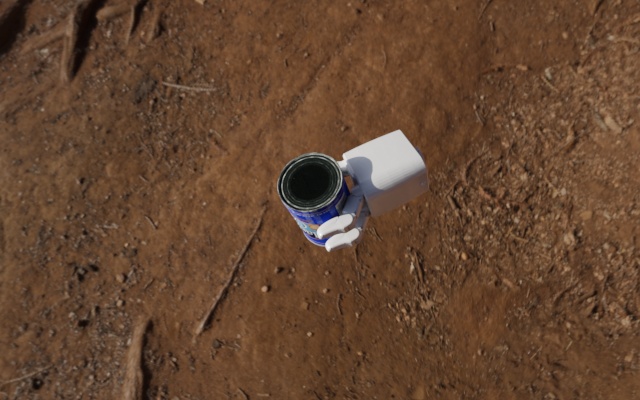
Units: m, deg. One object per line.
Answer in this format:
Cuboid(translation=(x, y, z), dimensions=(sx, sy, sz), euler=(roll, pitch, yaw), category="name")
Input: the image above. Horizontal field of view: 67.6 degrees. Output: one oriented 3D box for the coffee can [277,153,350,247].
Cuboid(translation=(0.000, 0.003, 0.777), dimensions=(0.103, 0.102, 0.140), euler=(0, -27, 16), category="coffee can")
